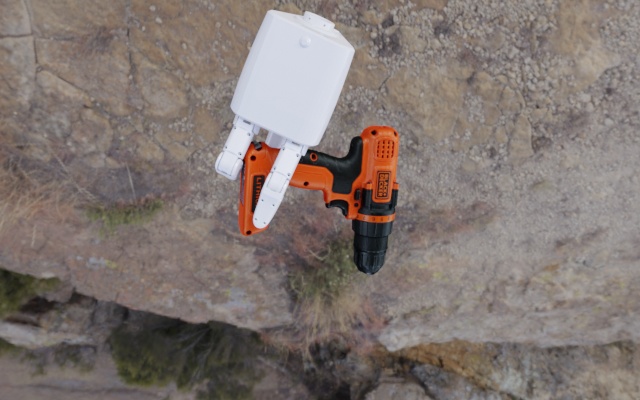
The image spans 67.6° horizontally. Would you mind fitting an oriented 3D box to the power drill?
[{"bbox_3d":[0.000,0.002,0.562,0.187,0.184,0.057,0,12,-17],"label":"power drill"}]
